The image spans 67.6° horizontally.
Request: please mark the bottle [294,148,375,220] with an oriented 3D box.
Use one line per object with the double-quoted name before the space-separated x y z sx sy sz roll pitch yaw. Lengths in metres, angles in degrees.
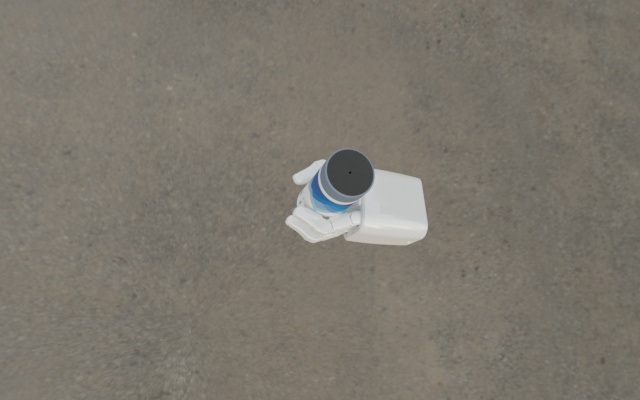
"bottle" 0.000 0.002 0.737 0.069 0.069 0.296 0 -15 -15
